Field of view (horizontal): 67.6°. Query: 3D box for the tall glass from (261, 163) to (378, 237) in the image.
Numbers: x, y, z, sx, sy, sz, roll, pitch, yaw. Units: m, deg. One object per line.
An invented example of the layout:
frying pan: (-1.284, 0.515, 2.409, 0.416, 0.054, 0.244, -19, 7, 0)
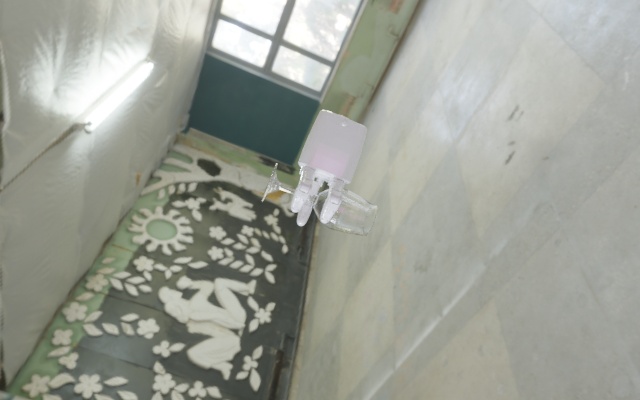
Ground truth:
tall glass: (-0.001, 0.003, 0.866, 0.201, 0.079, 0.079, 21, -3, -8)
